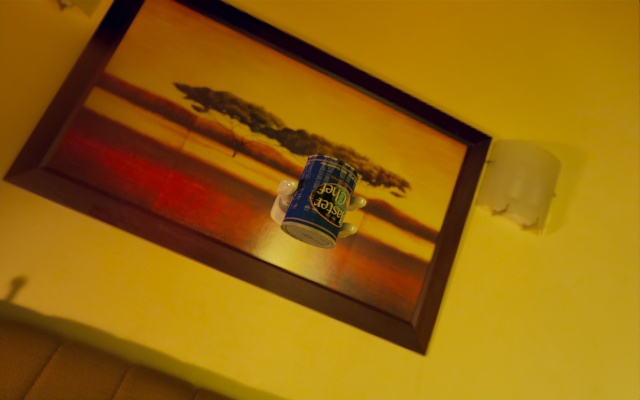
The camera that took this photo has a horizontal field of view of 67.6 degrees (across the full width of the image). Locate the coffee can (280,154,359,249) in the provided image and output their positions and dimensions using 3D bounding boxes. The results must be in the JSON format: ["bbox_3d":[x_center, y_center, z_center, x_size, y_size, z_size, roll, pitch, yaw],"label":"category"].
[{"bbox_3d":[0.000,0.003,0.860,0.103,0.140,0.103,19,-18,6],"label":"coffee can"}]
